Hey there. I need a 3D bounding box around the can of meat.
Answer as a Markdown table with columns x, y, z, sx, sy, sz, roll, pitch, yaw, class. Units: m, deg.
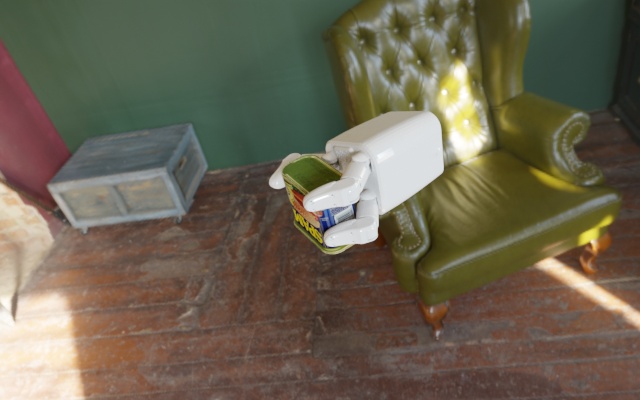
| x | y | z | sx | sy | sz | roll | pitch | yaw | class |
| --- | --- | --- | --- | --- | --- | --- | --- | --- | --- |
| 0.000 | 0.002 | 0.580 | 0.057 | 0.084 | 0.102 | -29 | 38 | -19 | can of meat |
